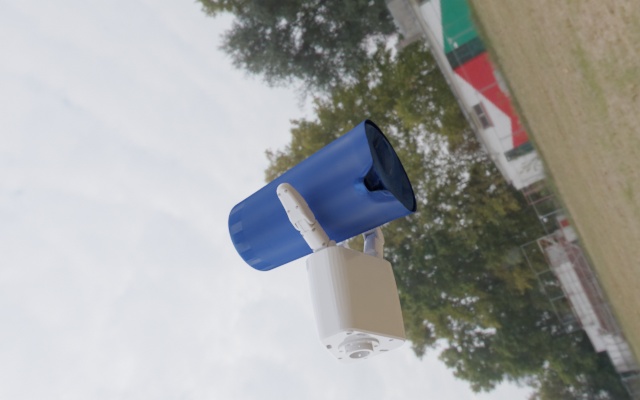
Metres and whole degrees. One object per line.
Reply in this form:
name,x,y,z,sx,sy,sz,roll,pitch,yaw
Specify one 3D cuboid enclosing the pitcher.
pitcher,0.000,0.002,0.658,0.243,0.145,0.149,-27,-38,22
